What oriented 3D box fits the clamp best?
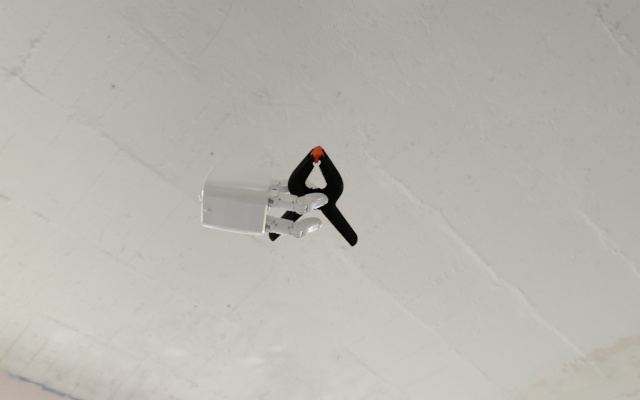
[{"bbox_3d":[0.000,0.002,0.832,0.164,0.210,0.036,8,38,-5],"label":"clamp"}]
